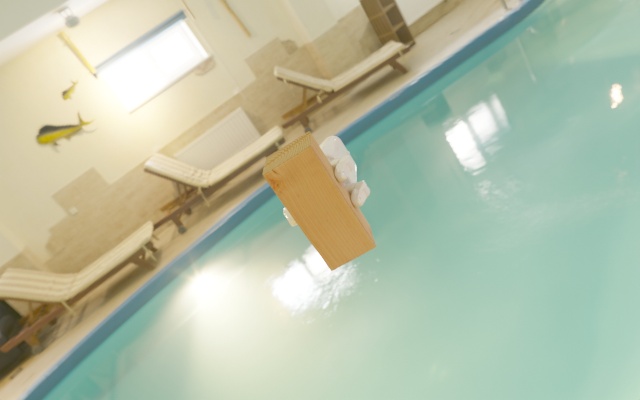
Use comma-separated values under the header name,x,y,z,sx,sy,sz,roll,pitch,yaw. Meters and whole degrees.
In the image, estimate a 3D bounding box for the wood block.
name,x,y,z,sx,sy,sz,roll,pitch,yaw
wood block,0.000,0.003,0.799,0.091,0.206,0.090,-30,21,10
